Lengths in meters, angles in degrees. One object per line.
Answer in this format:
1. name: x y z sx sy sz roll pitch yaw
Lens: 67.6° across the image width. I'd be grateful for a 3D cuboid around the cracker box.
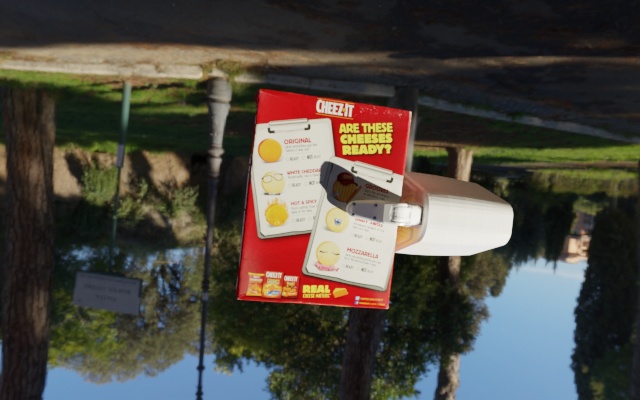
1. cracker box: 0.000 0.002 0.519 0.164 0.213 0.072 6 1 -12
